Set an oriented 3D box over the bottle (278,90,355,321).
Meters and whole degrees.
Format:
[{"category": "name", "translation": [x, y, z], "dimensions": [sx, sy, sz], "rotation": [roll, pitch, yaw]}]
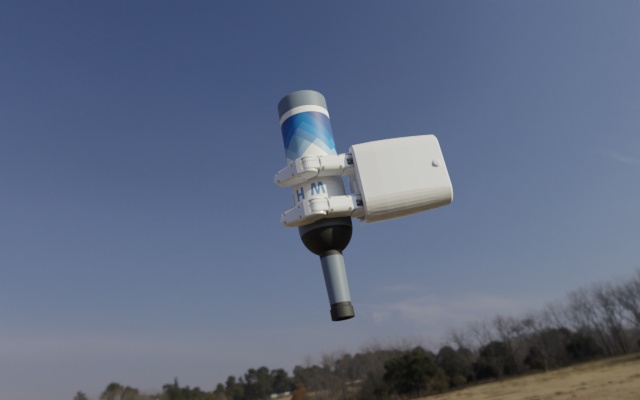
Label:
[{"category": "bottle", "translation": [0.000, 0.002, 0.602], "dimensions": [0.069, 0.295, 0.069], "rotation": [-10, -22, -4]}]
